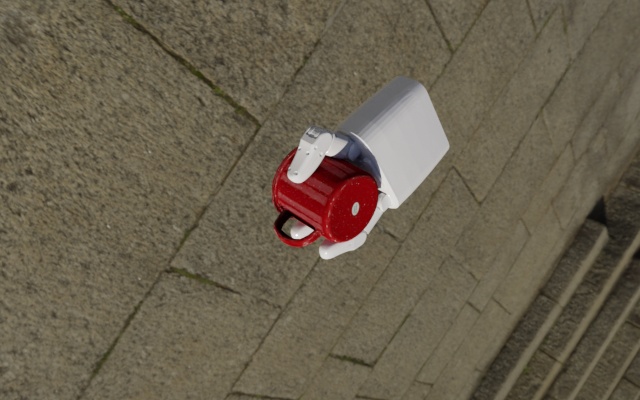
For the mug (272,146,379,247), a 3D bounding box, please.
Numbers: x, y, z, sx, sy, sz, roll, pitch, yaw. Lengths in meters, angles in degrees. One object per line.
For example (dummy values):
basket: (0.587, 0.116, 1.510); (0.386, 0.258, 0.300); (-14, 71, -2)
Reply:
mug: (-0.001, 0.003, 0.512); (0.081, 0.117, 0.093); (31, -21, 39)
